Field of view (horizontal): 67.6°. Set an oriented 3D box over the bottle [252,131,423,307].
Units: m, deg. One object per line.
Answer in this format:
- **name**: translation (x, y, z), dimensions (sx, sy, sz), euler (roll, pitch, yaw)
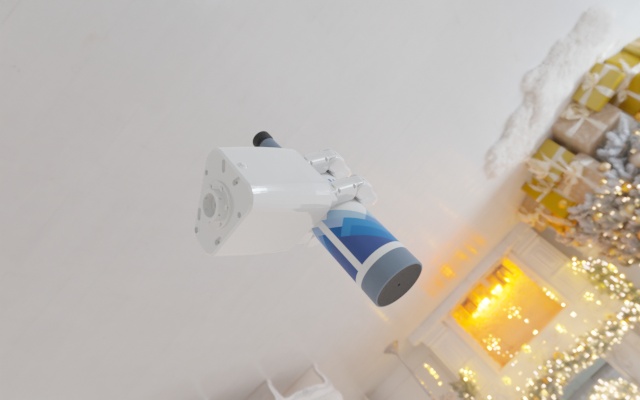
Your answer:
- **bottle**: translation (0.000, 0.002, 0.590), dimensions (0.069, 0.069, 0.295), euler (0, 37, -46)
